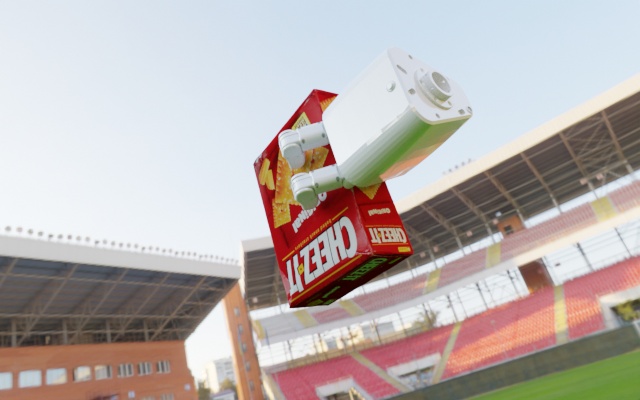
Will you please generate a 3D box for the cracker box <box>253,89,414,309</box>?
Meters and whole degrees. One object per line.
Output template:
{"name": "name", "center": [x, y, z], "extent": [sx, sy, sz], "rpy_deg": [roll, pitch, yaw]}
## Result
{"name": "cracker box", "center": [0.000, 0.002, 0.579], "extent": [0.072, 0.213, 0.164], "rpy_deg": [3, -31, -38]}
